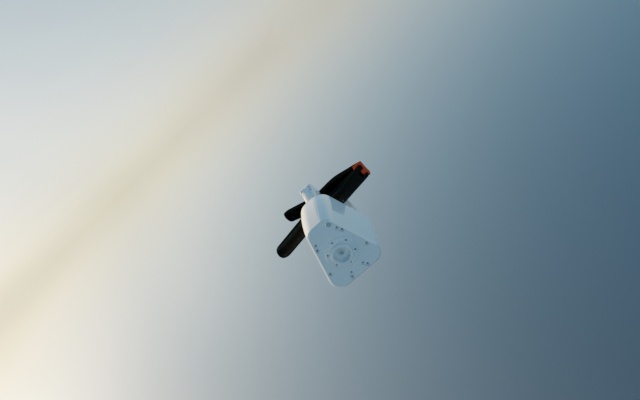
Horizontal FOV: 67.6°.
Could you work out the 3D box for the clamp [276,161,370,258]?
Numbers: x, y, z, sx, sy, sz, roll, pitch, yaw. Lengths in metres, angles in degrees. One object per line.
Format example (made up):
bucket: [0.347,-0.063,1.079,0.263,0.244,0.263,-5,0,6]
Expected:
clamp: [0.000,0.002,0.872,0.210,0.036,0.164,-42,17,9]
